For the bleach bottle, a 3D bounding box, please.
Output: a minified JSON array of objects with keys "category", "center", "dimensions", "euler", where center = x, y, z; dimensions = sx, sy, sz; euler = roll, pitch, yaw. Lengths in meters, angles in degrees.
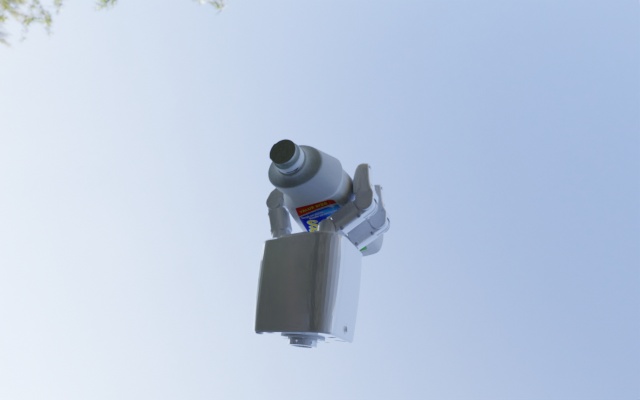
[{"category":"bleach bottle","center":[0.000,0.002,0.573],"dimensions":[0.102,0.068,0.251],"euler":[-5,-25,21]}]
